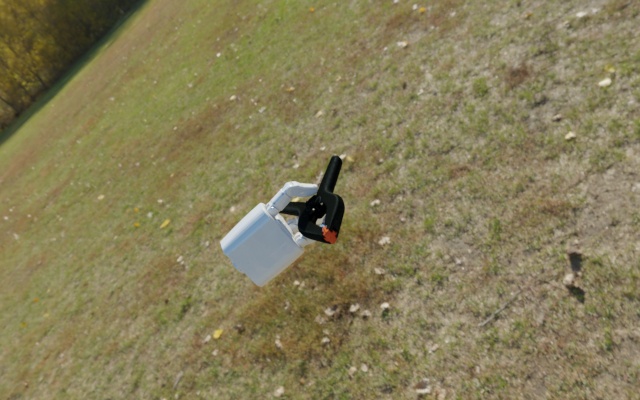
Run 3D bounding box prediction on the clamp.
[{"bbox_3d":[0.000,0.003,0.859,0.036,0.164,0.210,46,4,-31],"label":"clamp"}]
